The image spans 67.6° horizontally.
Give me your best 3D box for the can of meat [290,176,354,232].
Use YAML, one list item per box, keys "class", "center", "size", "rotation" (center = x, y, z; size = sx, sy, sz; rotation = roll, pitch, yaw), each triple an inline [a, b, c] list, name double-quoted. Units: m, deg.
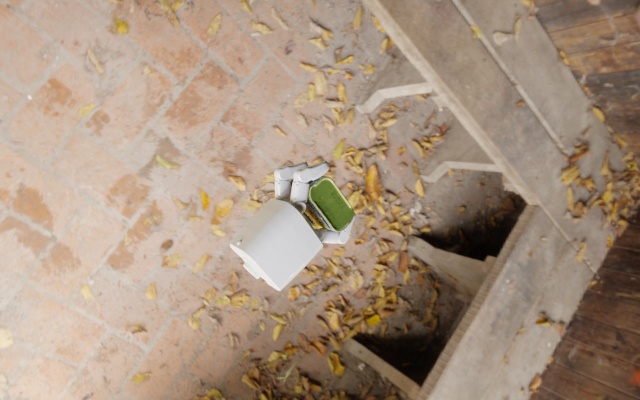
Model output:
- class: "can of meat"
  center: [0.000, 0.003, 0.806]
  size: [0.057, 0.102, 0.084]
  rotation: [-45, 24, -17]
